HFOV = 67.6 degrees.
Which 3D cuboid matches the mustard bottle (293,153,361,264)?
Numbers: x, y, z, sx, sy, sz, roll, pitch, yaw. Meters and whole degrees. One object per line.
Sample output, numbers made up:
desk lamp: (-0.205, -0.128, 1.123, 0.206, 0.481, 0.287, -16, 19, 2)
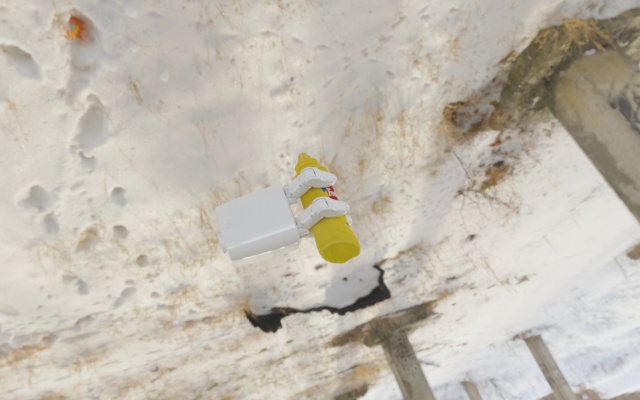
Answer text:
mustard bottle: (0.001, 0.003, 0.761, 0.058, 0.191, 0.096, -30, -29, 14)
